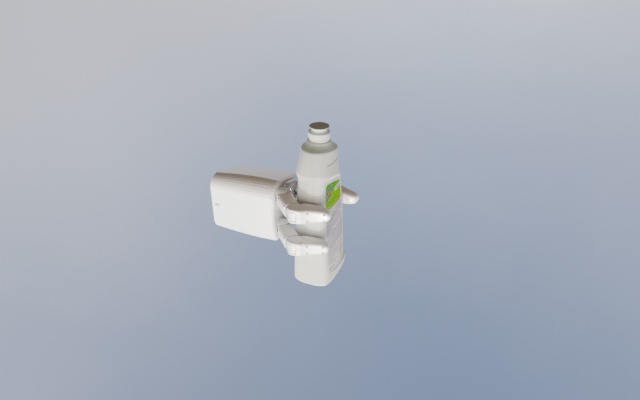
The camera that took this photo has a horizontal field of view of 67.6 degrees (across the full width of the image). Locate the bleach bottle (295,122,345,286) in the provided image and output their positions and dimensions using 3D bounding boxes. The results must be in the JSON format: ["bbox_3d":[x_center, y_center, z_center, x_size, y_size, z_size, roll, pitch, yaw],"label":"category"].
[{"bbox_3d":[0.000,0.002,0.716,0.068,0.251,0.102,11,32,17],"label":"bleach bottle"}]
